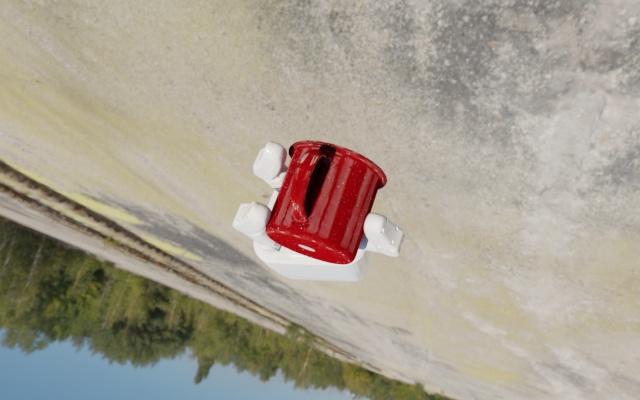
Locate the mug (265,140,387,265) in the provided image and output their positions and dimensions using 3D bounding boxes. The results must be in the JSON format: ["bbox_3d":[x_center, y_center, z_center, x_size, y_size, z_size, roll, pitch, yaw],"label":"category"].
[{"bbox_3d":[0.000,0.001,0.406,0.093,0.081,0.117,15,-17,16],"label":"mug"}]
